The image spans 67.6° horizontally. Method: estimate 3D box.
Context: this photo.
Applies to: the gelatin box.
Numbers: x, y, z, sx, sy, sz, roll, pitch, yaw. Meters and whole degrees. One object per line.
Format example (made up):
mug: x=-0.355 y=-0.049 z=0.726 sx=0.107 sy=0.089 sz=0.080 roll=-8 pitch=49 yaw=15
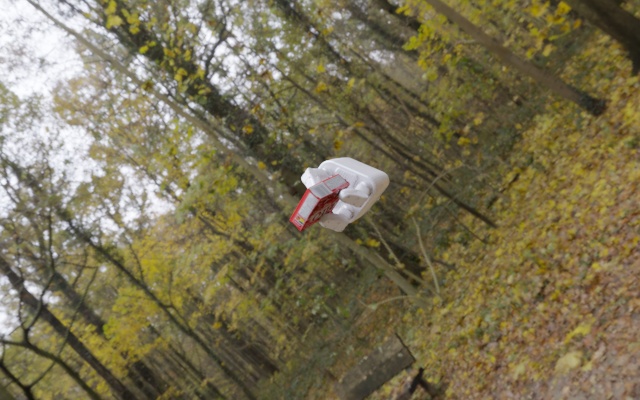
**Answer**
gelatin box: x=0.000 y=0.002 z=0.758 sx=0.030 sy=0.073 sz=0.089 roll=43 pitch=36 yaw=15
